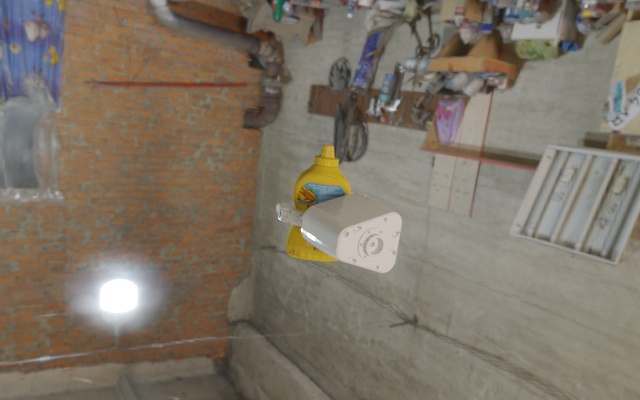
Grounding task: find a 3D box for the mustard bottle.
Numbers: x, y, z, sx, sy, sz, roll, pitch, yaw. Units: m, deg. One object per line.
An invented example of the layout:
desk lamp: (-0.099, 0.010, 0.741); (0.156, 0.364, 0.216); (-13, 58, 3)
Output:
mustard bottle: (0.000, 0.003, 0.799); (0.096, 0.192, 0.058); (7, 12, -5)
